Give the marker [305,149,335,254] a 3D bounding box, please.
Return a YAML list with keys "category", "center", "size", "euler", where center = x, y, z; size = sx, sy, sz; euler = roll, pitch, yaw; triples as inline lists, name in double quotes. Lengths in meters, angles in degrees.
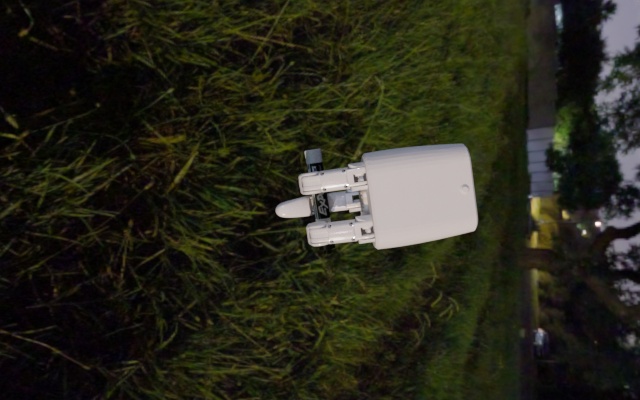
- category: "marker"
  center: [0.000, 0.002, 0.548]
  size: [0.020, 0.121, 0.020]
  euler: [-9, 4, 1]
